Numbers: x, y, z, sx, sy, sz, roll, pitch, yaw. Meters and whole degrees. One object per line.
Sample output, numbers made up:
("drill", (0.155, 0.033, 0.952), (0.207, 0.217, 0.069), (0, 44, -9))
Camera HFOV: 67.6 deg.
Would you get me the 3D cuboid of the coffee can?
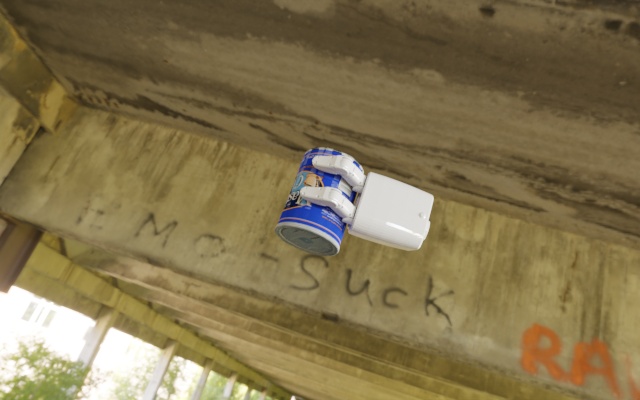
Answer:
("coffee can", (0.000, 0.003, 0.752), (0.103, 0.140, 0.103), (17, -24, 7))
